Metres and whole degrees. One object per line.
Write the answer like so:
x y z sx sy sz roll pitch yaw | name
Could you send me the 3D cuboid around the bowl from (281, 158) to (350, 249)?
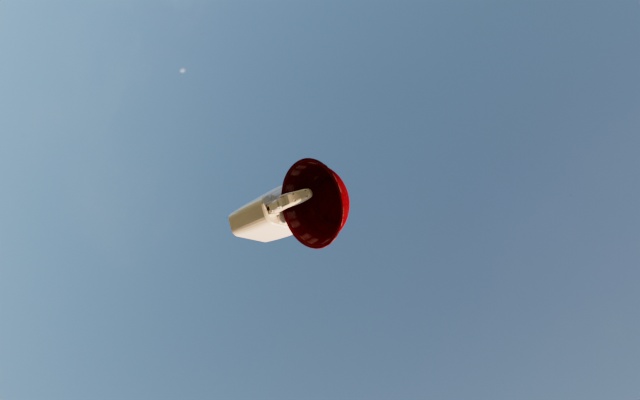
0.001 0.003 0.857 0.055 0.162 0.162 -9 6 -42 | bowl
